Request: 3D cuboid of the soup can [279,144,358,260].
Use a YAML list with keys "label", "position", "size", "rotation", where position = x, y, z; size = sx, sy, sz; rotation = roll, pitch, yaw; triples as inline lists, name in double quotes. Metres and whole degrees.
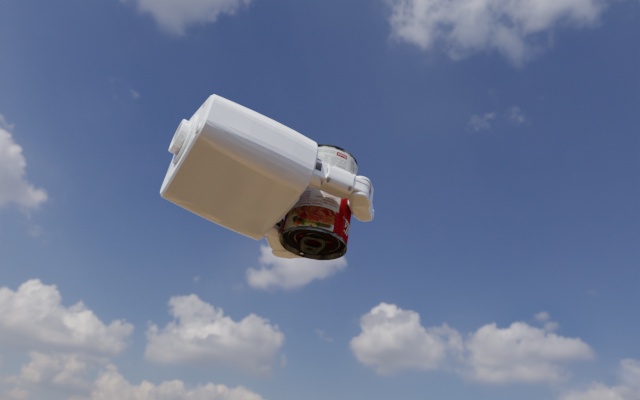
- label: "soup can"
  position: [0.001, 0.002, 0.495]
  size: [0.068, 0.102, 0.068]
  rotation: [8, -31, 5]
